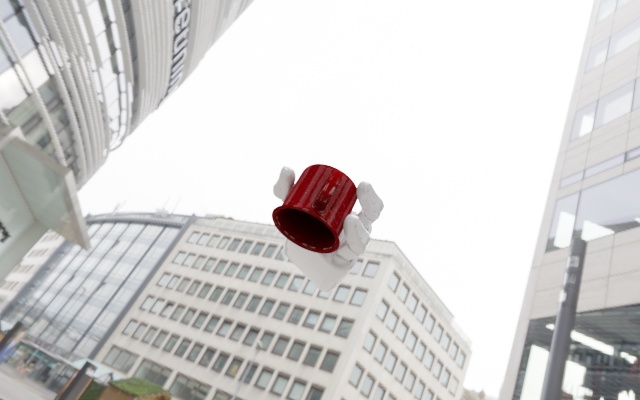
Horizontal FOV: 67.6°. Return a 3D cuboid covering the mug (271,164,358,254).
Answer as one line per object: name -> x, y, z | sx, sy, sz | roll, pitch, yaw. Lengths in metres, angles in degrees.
mug -> 0.000, 0.001, 0.597 | 0.093, 0.081, 0.117 | 29, -32, 1
